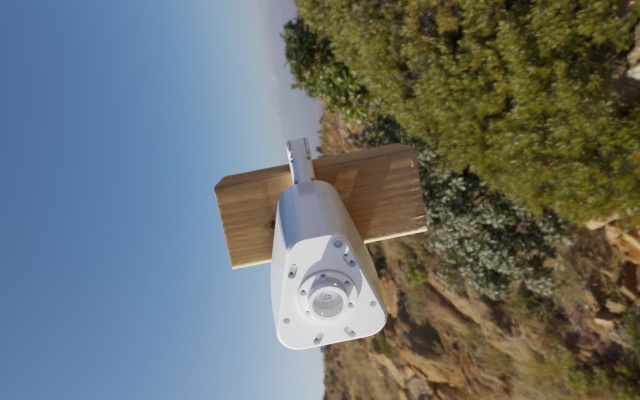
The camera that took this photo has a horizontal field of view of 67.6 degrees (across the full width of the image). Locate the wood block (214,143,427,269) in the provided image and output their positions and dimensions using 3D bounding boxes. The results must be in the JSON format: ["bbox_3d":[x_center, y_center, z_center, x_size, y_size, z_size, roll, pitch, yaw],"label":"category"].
[{"bbox_3d":[0.000,0.002,0.526,0.206,0.091,0.090,-11,11,-2],"label":"wood block"}]
